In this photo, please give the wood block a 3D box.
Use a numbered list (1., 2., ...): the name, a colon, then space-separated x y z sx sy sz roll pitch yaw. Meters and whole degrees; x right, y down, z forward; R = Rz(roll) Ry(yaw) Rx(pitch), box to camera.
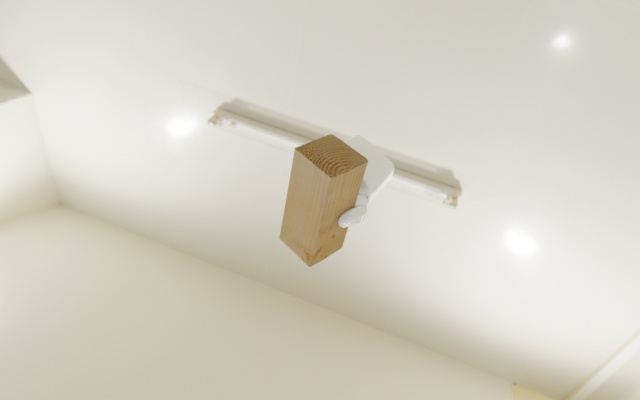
1. wood block: 0.001 0.003 0.829 0.090 0.206 0.090 -26 53 -37
